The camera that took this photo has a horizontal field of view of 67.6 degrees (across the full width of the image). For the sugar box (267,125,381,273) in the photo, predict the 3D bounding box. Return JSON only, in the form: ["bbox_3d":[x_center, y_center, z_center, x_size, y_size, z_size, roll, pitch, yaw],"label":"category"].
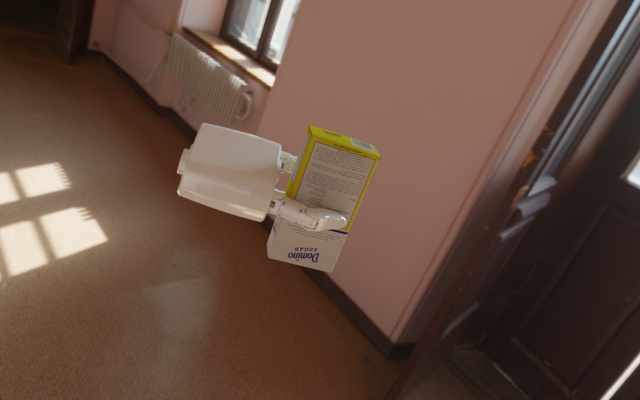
[{"bbox_3d":[0.000,0.002,0.614,0.093,0.176,0.048,16,24,-14],"label":"sugar box"}]
